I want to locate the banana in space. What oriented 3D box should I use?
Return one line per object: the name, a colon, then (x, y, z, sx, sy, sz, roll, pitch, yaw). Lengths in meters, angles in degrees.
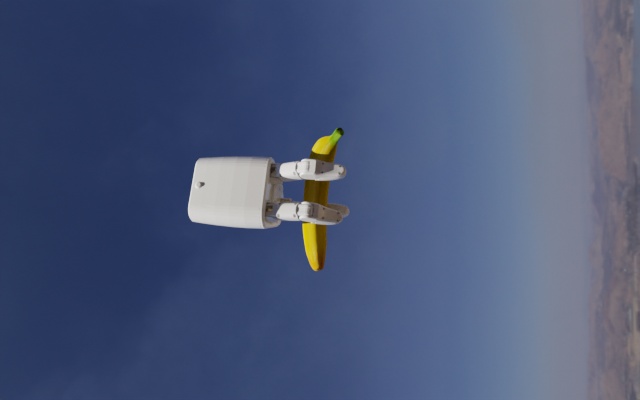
banana: (-0.003, -0.004, 0.672, 0.037, 0.198, 0.069, 5, 7, -12)
